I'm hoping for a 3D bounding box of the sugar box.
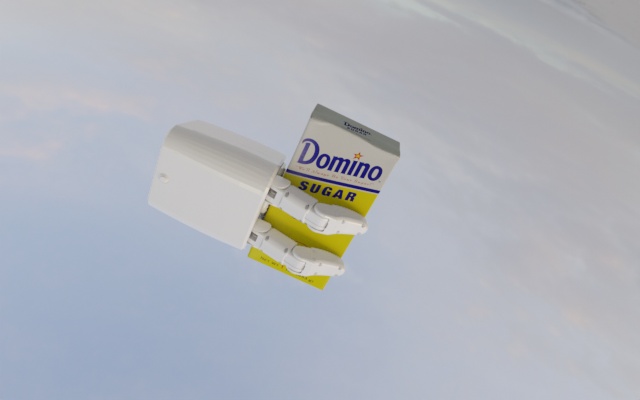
[{"bbox_3d":[0.000,0.002,0.487,0.093,0.176,0.048,24,30,-4],"label":"sugar box"}]
